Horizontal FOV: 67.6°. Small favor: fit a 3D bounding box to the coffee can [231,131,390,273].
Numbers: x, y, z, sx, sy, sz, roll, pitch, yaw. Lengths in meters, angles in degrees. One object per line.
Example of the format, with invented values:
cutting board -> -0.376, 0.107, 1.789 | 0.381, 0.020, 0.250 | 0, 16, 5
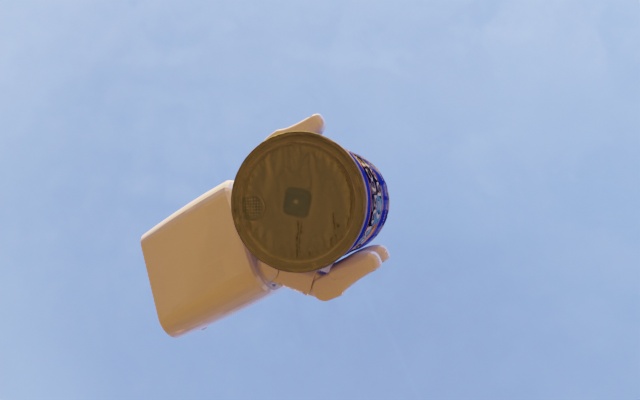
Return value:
coffee can -> 0.000, 0.001, 0.409 | 0.103, 0.103, 0.140 | 0, 0, 15
